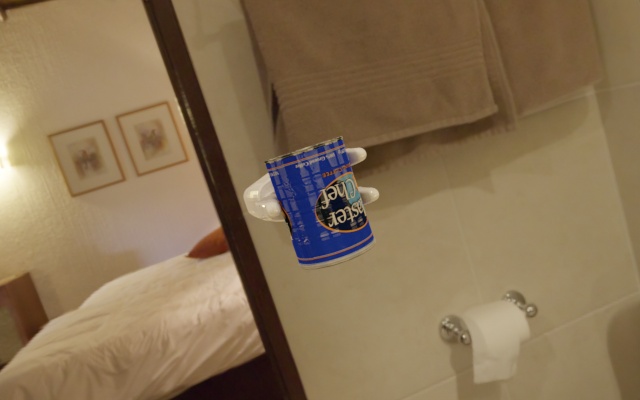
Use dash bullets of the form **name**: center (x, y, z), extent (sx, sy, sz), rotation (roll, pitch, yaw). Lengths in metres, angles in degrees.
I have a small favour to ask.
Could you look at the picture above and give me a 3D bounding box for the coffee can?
- **coffee can**: center (0.000, 0.002, 0.598), extent (0.103, 0.140, 0.103), rotation (-18, 7, 2)
